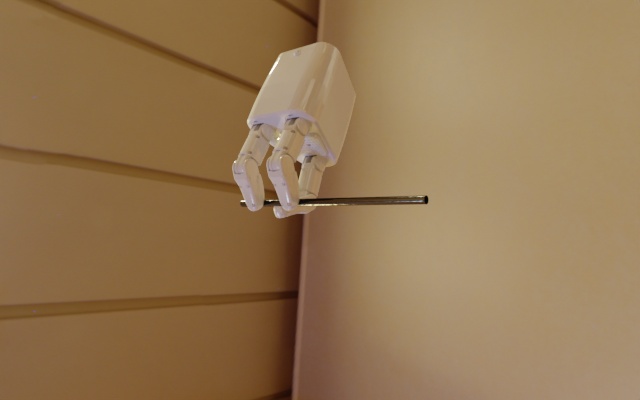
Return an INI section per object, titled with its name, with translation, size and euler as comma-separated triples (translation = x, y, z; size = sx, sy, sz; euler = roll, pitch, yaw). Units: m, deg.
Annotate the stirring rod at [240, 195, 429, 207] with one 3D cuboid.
[stirring rod]
translation = 0.000, 0.002, 0.496
size = 0.239, 0.011, 0.011
euler = -1, -1, 39
